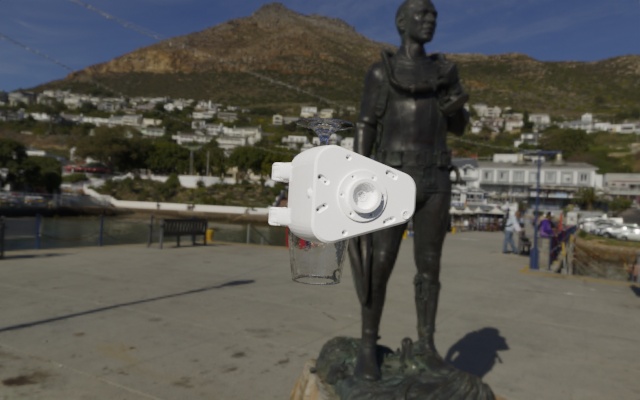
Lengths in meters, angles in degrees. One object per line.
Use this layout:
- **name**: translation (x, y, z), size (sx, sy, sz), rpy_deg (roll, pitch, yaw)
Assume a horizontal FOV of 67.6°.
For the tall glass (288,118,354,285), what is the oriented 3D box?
- **tall glass**: translation (0.000, 0.001, 0.603), size (0.079, 0.201, 0.079), rpy_deg (3, 0, 0)
